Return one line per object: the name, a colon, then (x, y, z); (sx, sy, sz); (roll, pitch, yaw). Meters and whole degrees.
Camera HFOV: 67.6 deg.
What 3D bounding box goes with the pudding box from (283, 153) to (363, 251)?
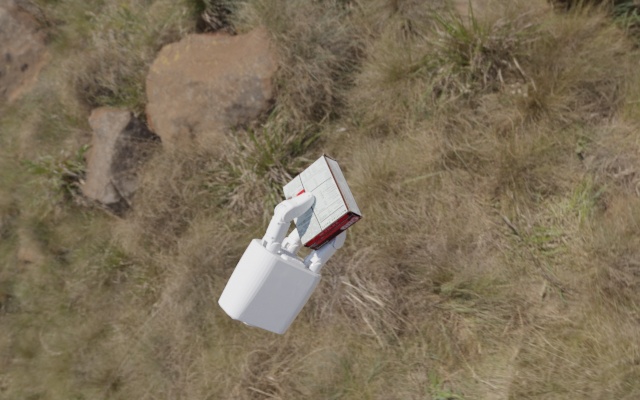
pudding box: (0.000, 0.002, 0.693); (0.090, 0.113, 0.039); (-37, -34, 22)
